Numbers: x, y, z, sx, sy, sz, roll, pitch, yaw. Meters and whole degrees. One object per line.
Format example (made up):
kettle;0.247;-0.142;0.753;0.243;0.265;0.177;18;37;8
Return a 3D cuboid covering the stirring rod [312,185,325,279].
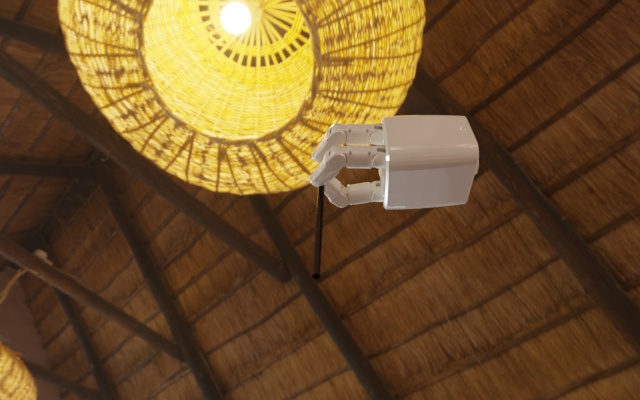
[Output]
stirring rod;0.000;0.002;0.563;0.011;0.011;0.239;0;37;3
